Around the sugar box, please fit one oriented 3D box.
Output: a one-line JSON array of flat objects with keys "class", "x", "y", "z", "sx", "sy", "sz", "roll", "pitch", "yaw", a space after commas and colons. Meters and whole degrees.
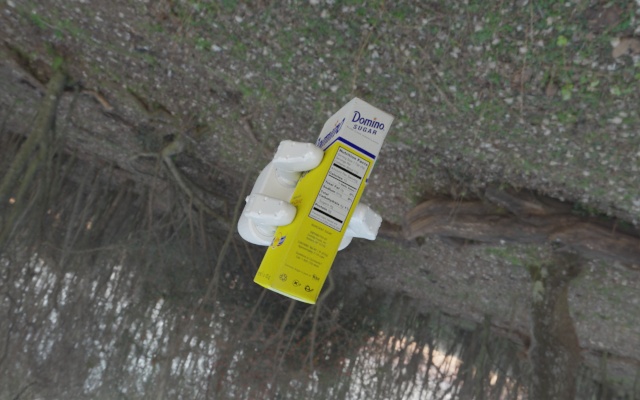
[{"class": "sugar box", "x": -0.001, "y": 0.001, "z": 0.431, "sx": 0.048, "sy": 0.176, "sz": 0.093, "roll": 24, "pitch": -13, "yaw": -14}]
